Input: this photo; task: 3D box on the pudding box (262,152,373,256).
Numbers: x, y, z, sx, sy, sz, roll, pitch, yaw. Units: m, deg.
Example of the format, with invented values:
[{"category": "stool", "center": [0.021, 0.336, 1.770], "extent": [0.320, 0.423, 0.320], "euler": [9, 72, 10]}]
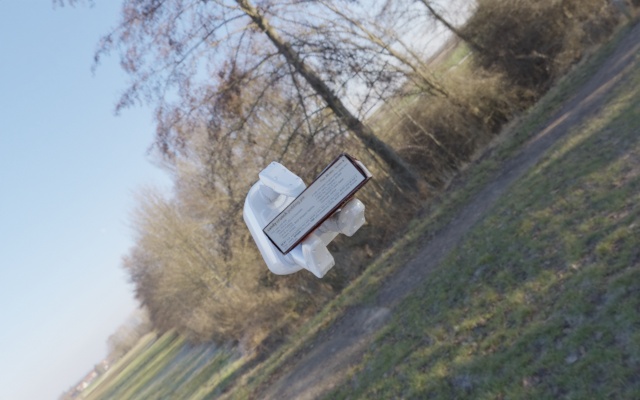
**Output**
[{"category": "pudding box", "center": [0.000, 0.001, 0.488], "extent": [0.113, 0.039, 0.090], "euler": [-45, -2, 9]}]
